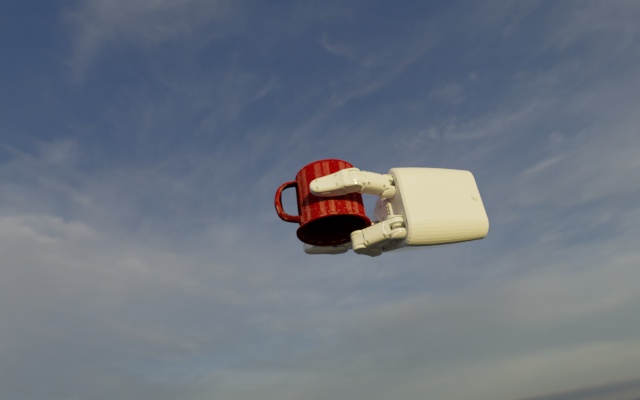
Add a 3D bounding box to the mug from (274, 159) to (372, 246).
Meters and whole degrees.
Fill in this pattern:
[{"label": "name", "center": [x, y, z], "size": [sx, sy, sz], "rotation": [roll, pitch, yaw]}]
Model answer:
[{"label": "mug", "center": [-0.001, 0.002, 0.596], "size": [0.117, 0.081, 0.093], "rotation": [0, -29, -15]}]
